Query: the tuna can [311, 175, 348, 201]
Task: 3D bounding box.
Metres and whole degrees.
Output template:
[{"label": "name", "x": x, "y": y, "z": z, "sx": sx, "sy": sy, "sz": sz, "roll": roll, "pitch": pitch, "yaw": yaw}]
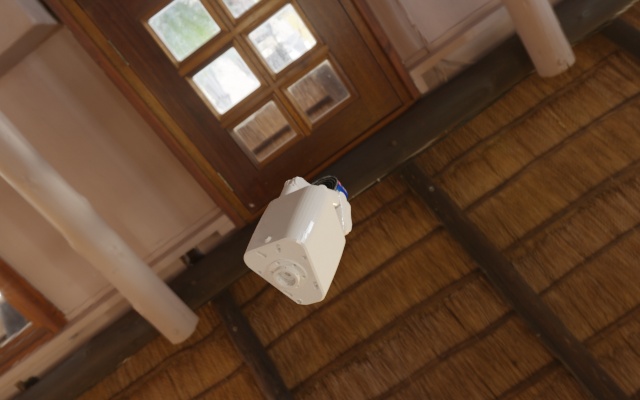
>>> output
[{"label": "tuna can", "x": 0.000, "y": 0.003, "z": 0.741, "sx": 0.034, "sy": 0.086, "sz": 0.086, "roll": 50, "pitch": -26, "yaw": -24}]
